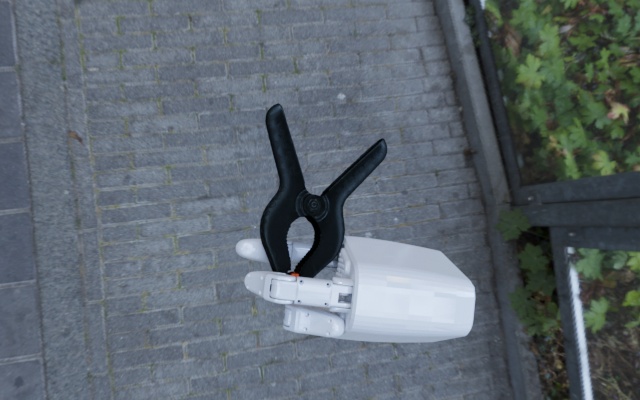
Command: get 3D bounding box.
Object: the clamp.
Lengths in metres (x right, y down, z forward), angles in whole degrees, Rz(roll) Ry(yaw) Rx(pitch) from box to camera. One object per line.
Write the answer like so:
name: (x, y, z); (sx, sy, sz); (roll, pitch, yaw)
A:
clamp: (0.000, 0.002, 0.445); (0.120, 0.171, 0.039); (7, -4, -8)
